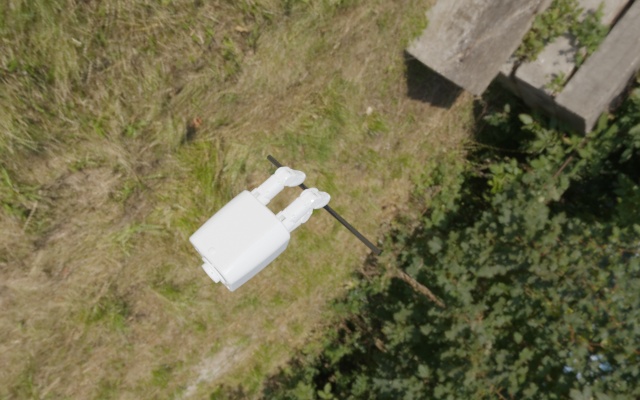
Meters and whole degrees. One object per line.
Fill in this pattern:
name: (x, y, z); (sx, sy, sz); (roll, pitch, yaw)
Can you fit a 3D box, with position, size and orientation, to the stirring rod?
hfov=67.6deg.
stirring rod: (0.000, 0.002, 0.719); (0.239, 0.011, 0.011); (41, 19, 23)
